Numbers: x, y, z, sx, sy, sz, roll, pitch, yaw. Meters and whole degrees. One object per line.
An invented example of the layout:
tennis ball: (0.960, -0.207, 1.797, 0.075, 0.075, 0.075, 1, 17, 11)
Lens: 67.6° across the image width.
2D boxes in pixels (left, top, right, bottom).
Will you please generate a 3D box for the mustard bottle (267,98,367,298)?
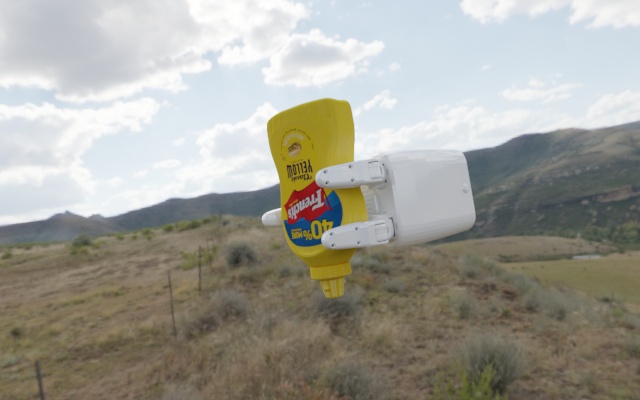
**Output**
mustard bottle: (0.000, 0.001, 0.481, 0.096, 0.191, 0.058, -11, -3, 39)
